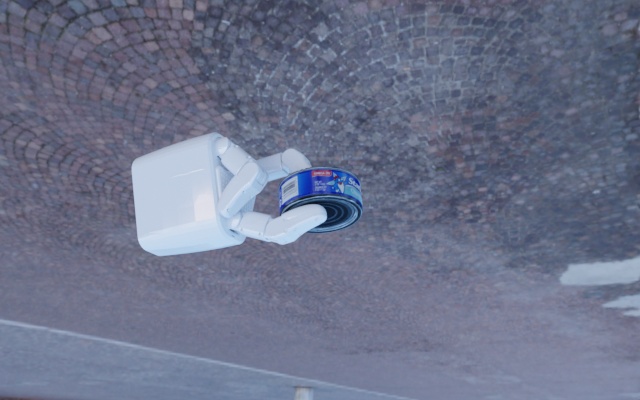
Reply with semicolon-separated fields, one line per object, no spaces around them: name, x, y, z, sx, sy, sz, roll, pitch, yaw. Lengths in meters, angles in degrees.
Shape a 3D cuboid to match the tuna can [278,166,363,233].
tuna can;0.000;0.002;0.488;0.086;0.033;0.086;-3;-29;-2
